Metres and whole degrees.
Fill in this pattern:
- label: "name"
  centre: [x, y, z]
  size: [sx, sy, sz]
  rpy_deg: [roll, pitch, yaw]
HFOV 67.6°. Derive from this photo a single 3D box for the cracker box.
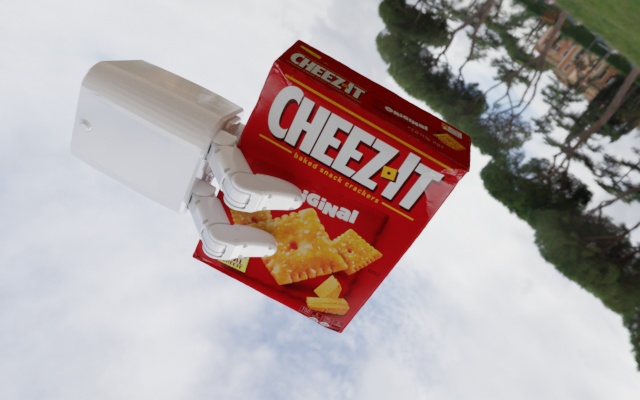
- label: "cracker box"
  centre: [0.000, 0.001, 0.417]
  size: [0.164, 0.214, 0.072]
  rpy_deg: [29, 34, -2]
